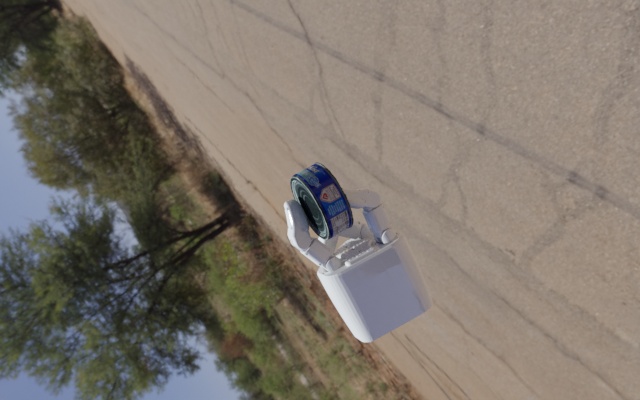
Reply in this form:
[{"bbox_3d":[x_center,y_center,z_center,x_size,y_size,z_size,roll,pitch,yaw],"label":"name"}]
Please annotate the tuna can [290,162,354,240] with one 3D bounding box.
[{"bbox_3d":[0.000,0.002,0.549,0.033,0.086,0.086,-29,9,-16],"label":"tuna can"}]
